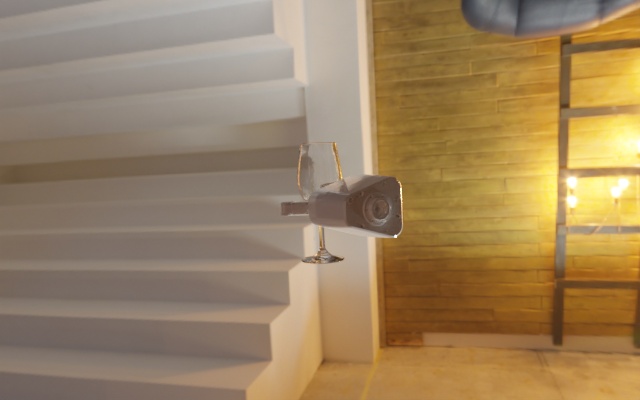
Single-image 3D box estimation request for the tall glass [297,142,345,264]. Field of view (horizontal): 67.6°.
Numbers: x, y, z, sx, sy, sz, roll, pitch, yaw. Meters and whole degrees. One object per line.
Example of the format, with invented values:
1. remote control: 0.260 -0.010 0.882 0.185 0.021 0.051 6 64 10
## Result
1. tall glass: 0.000 0.003 0.814 0.079 0.201 0.079 -3 3 0
